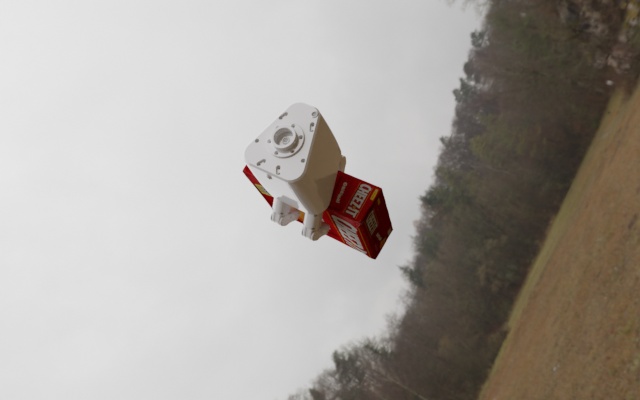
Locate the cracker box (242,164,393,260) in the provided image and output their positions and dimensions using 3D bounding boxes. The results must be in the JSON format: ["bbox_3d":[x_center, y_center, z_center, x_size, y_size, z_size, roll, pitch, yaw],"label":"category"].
[{"bbox_3d":[0.000,0.002,0.768,0.213,0.072,0.164,25,-16,24],"label":"cracker box"}]
